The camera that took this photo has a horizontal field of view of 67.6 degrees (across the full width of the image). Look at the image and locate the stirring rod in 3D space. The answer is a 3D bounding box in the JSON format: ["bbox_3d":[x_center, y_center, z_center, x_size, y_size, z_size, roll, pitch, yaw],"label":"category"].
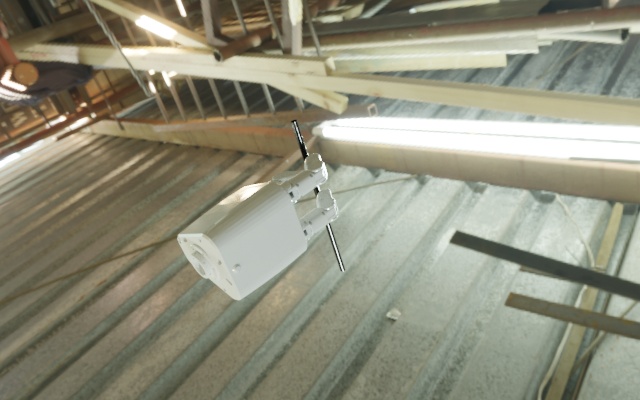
[{"bbox_3d":[0.000,0.002,0.647,0.011,0.240,0.011,-14,29,8],"label":"stirring rod"}]
